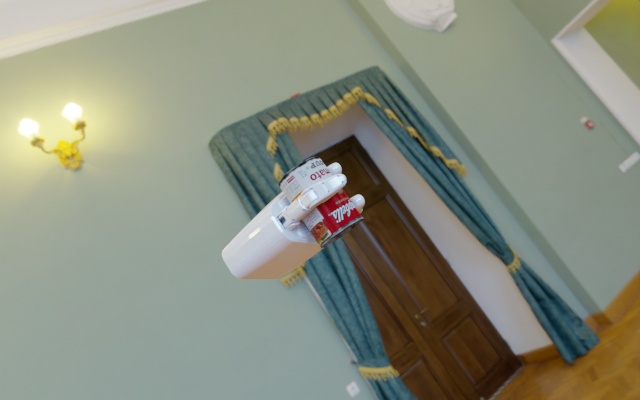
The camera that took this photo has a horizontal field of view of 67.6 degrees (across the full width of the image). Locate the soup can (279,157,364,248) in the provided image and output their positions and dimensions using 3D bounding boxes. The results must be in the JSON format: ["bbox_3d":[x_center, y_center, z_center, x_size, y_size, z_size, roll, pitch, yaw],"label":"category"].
[{"bbox_3d":[0.000,0.002,0.629,0.068,0.102,0.068,-34,-10,-7],"label":"soup can"}]
